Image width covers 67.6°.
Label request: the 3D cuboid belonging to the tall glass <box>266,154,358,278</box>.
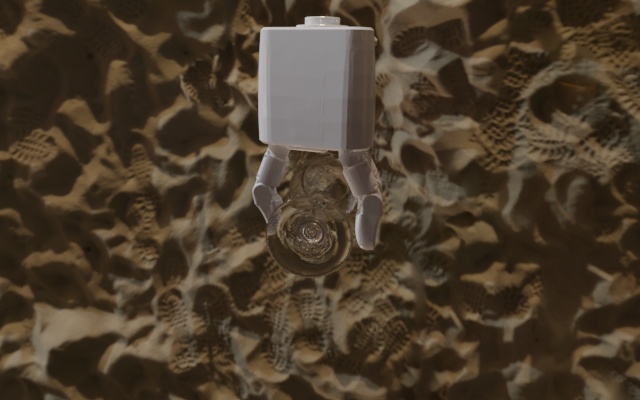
[{"bbox_3d":[0.000,0.002,0.493,0.079,0.079,0.201,0,17,6],"label":"tall glass"}]
